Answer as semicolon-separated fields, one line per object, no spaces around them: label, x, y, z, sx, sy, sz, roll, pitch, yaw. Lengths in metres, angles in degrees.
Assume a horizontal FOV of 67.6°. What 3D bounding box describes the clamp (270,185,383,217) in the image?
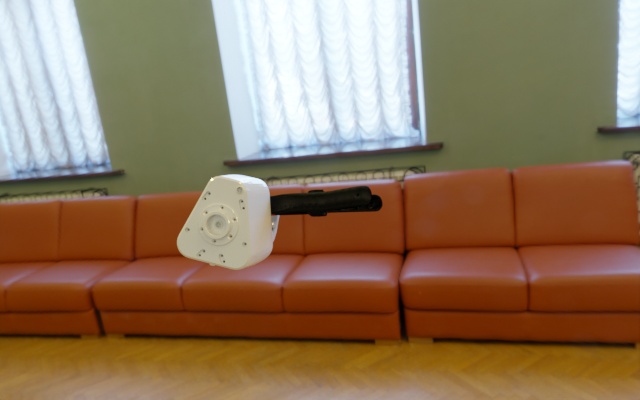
clamp;0.000;0.002;0.654;0.171;0.039;0.120;-5;-13;5
